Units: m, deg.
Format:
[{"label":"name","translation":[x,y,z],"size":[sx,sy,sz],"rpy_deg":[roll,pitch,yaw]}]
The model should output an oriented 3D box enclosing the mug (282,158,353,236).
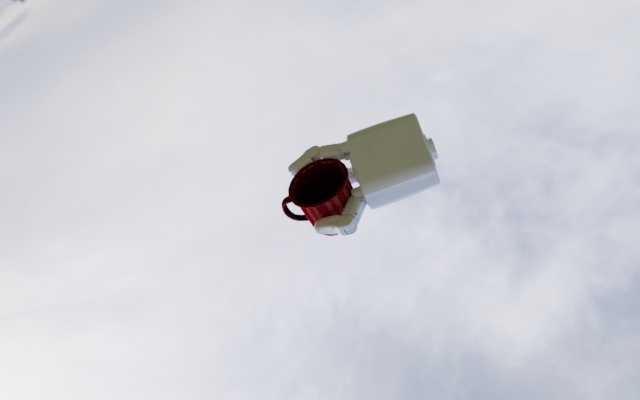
[{"label":"mug","translation":[-0.001,0.003,0.707],"size":[0.117,0.093,0.081],"rpy_deg":[-19,-46,14]}]
